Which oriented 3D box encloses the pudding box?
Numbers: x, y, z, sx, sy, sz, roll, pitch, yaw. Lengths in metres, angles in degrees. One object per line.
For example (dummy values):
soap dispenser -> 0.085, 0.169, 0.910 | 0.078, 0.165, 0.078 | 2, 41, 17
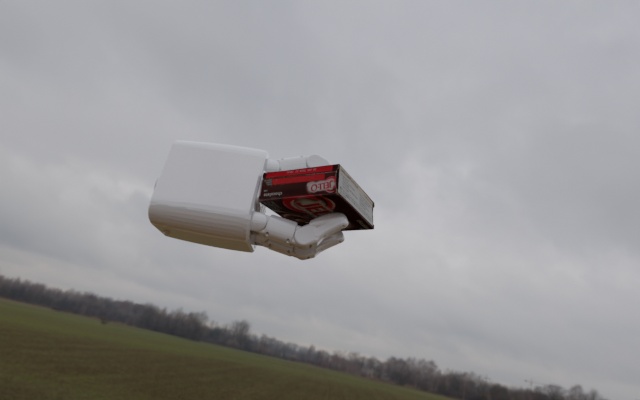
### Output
pudding box -> 0.000, 0.002, 0.524 | 0.090, 0.039, 0.113 | -4, -21, 25
